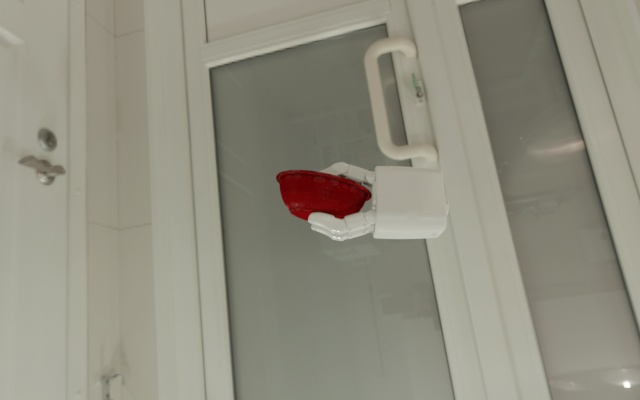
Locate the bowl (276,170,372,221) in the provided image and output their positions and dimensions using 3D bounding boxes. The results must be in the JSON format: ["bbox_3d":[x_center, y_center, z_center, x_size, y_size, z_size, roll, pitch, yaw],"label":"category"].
[{"bbox_3d":[-0.001,0.003,0.784,0.162,0.055,0.162,11,-13,3],"label":"bowl"}]
